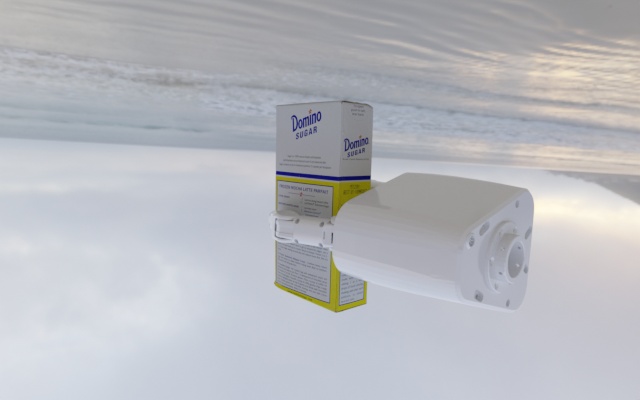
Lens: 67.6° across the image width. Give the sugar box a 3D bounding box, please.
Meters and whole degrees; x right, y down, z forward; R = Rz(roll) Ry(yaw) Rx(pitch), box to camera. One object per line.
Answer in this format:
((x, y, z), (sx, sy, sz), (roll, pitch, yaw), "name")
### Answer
((0.001, 0.002, 0.433), (0.048, 0.176, 0.093), (-2, 8, -42), "sugar box")
